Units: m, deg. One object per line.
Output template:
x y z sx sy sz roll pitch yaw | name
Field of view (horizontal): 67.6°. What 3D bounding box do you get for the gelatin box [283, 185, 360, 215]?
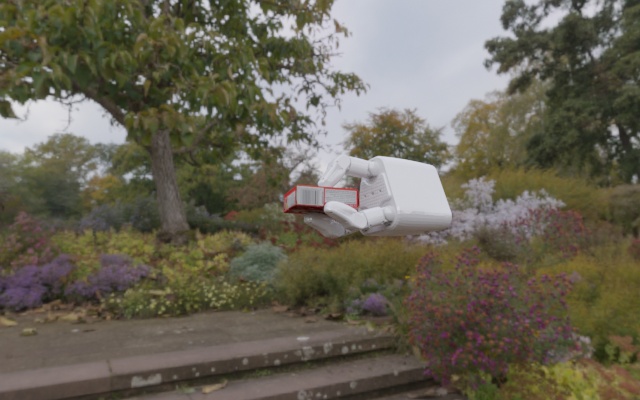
0.000 0.002 0.657 0.089 0.030 0.073 4 -10 -17 | gelatin box
